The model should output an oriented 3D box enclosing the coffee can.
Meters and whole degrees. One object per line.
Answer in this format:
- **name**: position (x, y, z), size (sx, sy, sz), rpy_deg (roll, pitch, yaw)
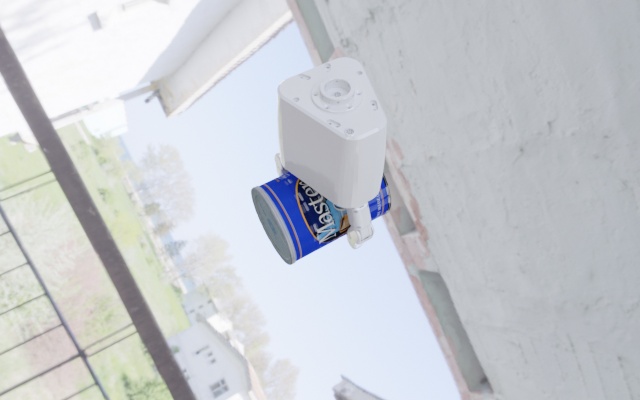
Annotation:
- **coffee can**: position (0.000, 0.002, 0.588), size (0.140, 0.103, 0.103), rpy_deg (-27, 8, -17)
